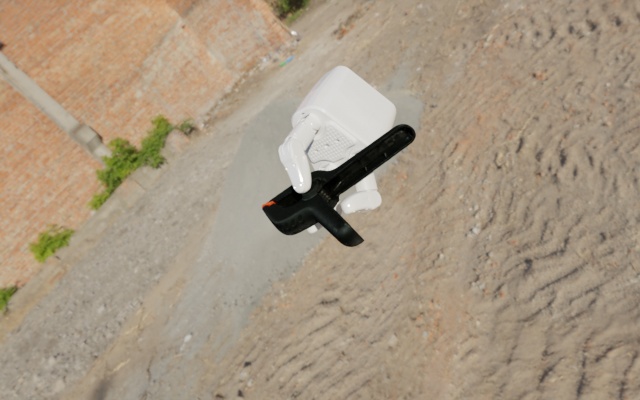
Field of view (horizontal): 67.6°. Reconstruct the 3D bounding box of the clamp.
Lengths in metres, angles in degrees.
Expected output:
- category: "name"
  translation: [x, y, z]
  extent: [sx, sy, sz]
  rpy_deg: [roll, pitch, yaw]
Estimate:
- category: "clamp"
  translation: [-0.001, 0.001, 0.534]
  extent: [0.210, 0.036, 0.164]
  rpy_deg: [-21, 30, 41]
